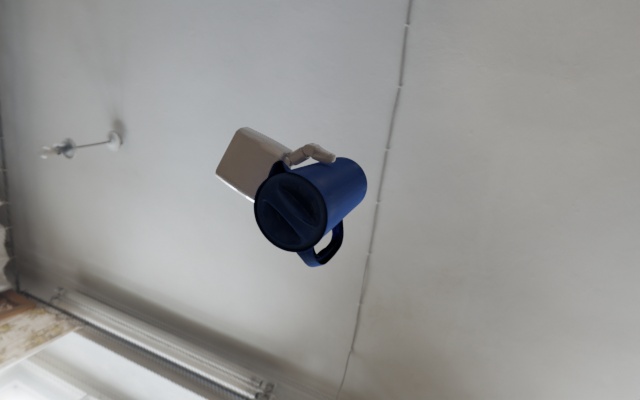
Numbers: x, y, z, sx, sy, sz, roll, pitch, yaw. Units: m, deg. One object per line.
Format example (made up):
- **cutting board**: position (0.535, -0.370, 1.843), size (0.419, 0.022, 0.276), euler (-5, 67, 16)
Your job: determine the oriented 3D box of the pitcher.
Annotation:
- **pitcher**: position (0.000, 0.003, 0.857), size (0.145, 0.149, 0.242), euler (30, 24, 16)
